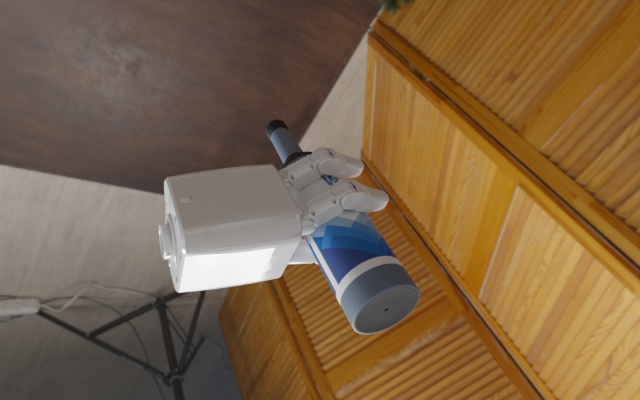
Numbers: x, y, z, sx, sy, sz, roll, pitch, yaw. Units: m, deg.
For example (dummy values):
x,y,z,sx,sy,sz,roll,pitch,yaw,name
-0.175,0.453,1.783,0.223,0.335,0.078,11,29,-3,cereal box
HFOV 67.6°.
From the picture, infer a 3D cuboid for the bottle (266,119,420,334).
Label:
x,y,z,sx,sy,sz,roll,pitch,yaw,name
0.000,0.002,0.510,0.069,0.069,0.295,0,39,-30,bottle
